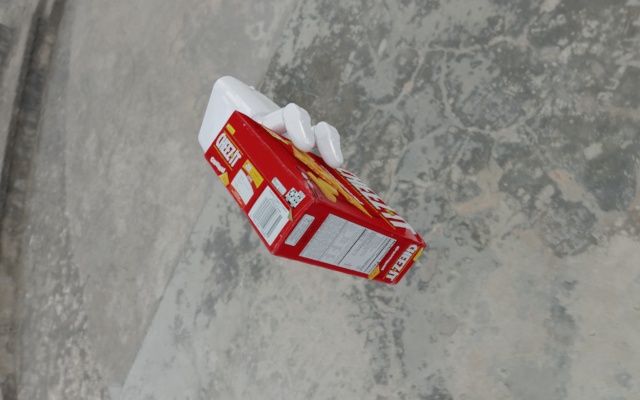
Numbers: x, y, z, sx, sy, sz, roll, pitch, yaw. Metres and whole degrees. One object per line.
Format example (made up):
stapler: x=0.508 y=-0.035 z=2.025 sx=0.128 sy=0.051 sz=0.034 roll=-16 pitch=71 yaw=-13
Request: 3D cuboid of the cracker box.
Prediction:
cracker box: x=0.000 y=0.002 z=0.526 sx=0.214 sy=0.072 sz=0.164 roll=22 pitch=20 yaw=-48
